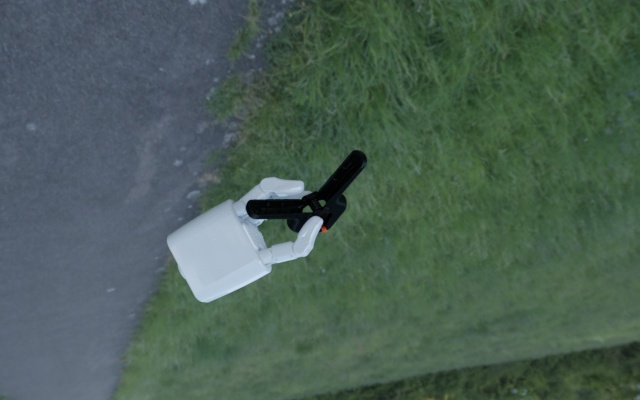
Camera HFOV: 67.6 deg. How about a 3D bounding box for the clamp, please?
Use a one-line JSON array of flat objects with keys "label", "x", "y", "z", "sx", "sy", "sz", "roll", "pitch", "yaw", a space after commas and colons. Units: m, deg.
[{"label": "clamp", "x": 0.000, "y": 0.003, "z": 0.677, "sx": 0.164, "sy": 0.036, "sz": 0.210, "roll": -27, "pitch": -19, "yaw": 4}]
